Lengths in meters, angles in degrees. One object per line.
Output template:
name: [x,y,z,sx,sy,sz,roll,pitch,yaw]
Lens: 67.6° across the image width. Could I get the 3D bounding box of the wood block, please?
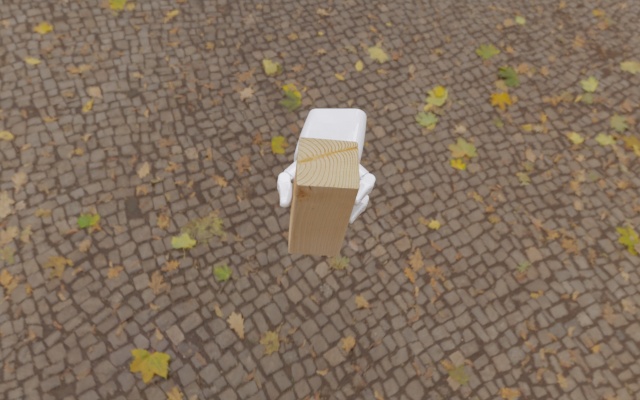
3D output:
wood block: [0.000,0.002,0.767,0.091,0.090,0.206,4,-34,-4]
